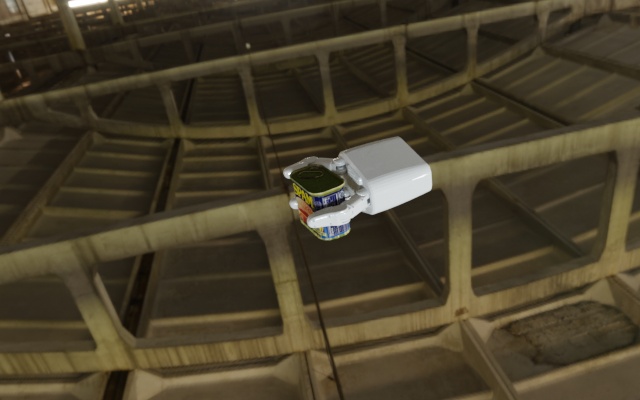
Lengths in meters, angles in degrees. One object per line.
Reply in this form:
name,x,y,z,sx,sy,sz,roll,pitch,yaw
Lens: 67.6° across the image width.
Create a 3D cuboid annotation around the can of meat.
can of meat,0.000,0.003,0.724,0.057,0.084,0.102,-21,30,-19
